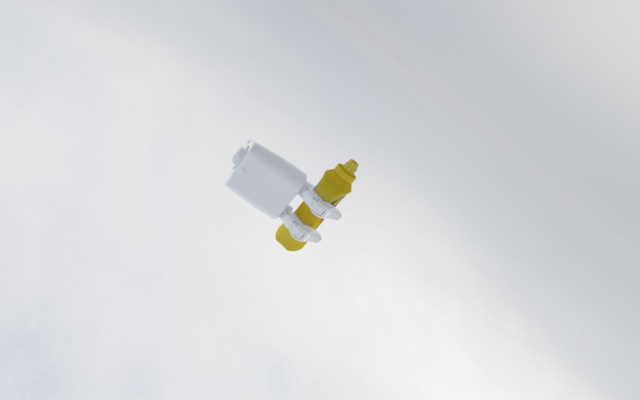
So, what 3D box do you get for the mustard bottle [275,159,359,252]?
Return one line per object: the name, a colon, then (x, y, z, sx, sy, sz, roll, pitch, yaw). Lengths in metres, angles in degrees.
mustard bottle: (0.000, 0.003, 0.847, 0.058, 0.192, 0.096, 42, 19, 7)
